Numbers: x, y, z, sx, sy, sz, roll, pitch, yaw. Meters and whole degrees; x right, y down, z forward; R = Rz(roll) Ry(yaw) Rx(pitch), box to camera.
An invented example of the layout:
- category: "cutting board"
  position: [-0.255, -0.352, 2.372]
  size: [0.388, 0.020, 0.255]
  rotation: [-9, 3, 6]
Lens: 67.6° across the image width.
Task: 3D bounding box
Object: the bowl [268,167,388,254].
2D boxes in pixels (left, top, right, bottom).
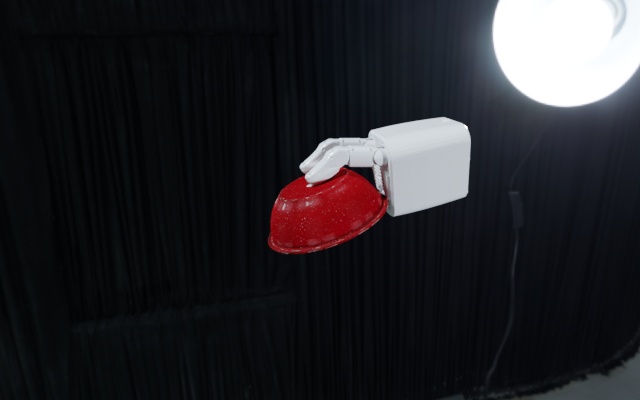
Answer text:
- category: "bowl"
  position: [-0.001, 0.002, 0.599]
  size: [0.162, 0.055, 0.162]
  rotation: [-19, 20, 7]
